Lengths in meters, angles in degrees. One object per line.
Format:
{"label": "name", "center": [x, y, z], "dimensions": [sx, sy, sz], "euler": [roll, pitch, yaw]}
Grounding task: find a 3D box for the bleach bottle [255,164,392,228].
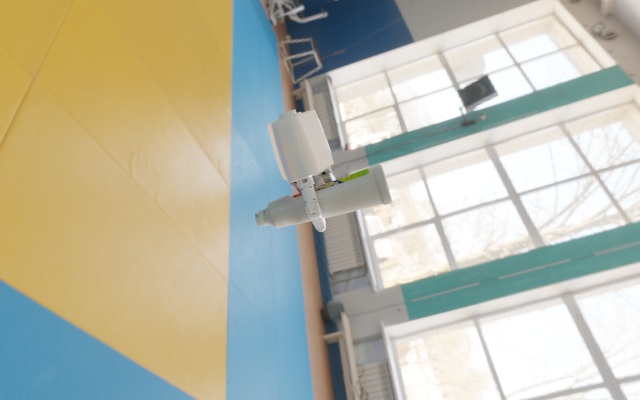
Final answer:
{"label": "bleach bottle", "center": [0.000, 0.003, 0.870], "dimensions": [0.251, 0.068, 0.102], "euler": [-17, 11, 8]}
